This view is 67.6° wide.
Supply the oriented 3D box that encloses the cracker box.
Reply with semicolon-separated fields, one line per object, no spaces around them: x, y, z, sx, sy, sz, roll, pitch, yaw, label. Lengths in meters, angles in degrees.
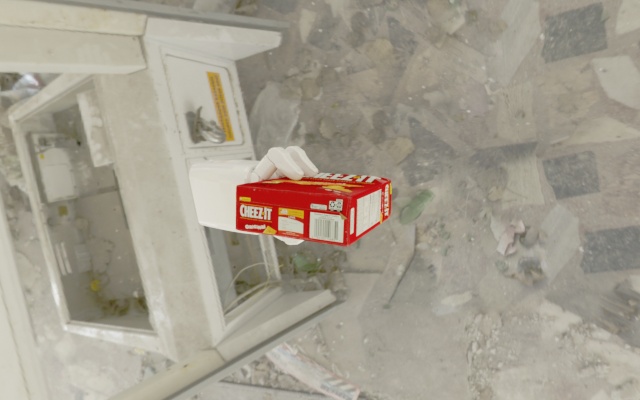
0.000;0.003;0.703;0.164;0.072;0.213;6;11;21;cracker box
